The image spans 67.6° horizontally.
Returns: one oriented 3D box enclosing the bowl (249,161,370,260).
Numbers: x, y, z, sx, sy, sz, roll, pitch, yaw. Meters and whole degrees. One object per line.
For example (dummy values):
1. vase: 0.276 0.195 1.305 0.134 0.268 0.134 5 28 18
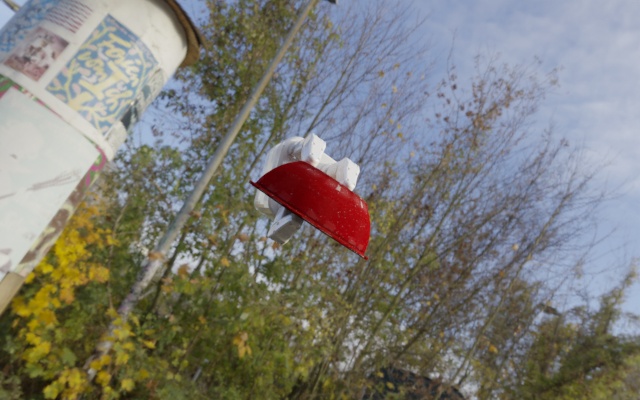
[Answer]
1. bowl: 0.001 0.002 0.545 0.162 0.055 0.162 34 -2 1
